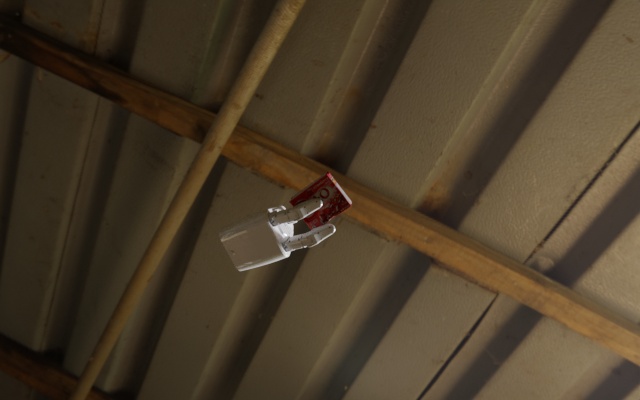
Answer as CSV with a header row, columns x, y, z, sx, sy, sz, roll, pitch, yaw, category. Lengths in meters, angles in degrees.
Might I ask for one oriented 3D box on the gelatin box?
x,y,z,sx,sy,sz,roll,pitch,yaw,category
0.000,0.002,0.861,0.089,0.073,0.030,-35,10,15,gelatin box
